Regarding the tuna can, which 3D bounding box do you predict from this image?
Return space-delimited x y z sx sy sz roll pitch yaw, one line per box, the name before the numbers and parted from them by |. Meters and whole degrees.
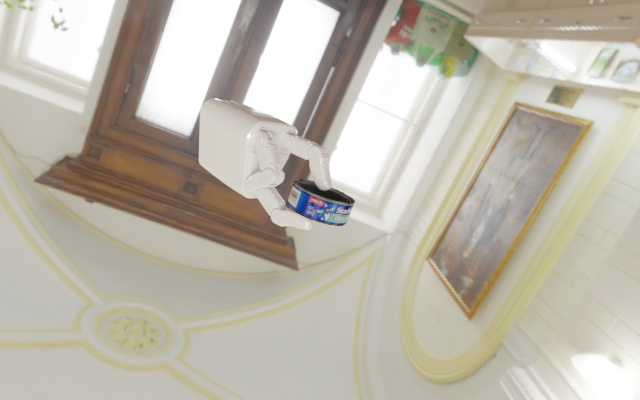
tuna can | 0.000 0.003 0.630 0.086 0.034 0.086 19 12 -4
